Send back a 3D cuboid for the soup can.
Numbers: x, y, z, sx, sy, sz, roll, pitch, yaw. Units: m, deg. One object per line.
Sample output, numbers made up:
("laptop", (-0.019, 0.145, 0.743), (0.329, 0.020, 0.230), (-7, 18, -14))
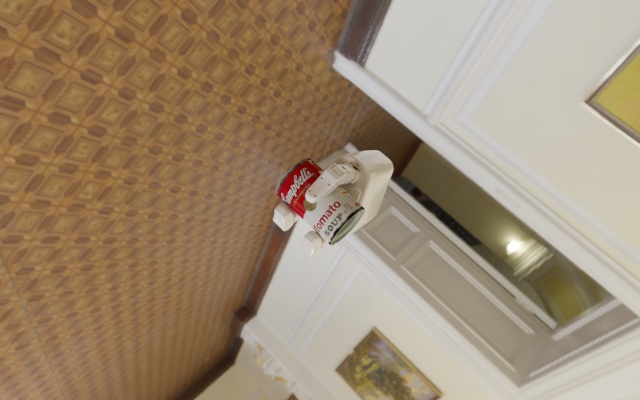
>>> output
("soup can", (0.000, 0.002, 0.632), (0.102, 0.068, 0.068), (43, 13, 15))
